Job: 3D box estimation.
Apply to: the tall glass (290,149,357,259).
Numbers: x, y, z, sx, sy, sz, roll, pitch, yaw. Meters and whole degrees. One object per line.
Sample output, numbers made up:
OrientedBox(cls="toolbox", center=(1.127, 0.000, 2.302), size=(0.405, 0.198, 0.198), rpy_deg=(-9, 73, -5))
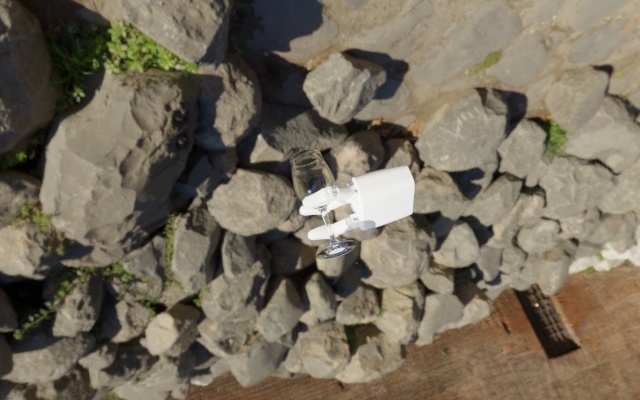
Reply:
OrientedBox(cls="tall glass", center=(0.000, 0.004, 0.888), size=(0.079, 0.201, 0.079), rpy_deg=(-16, -24, -7))
